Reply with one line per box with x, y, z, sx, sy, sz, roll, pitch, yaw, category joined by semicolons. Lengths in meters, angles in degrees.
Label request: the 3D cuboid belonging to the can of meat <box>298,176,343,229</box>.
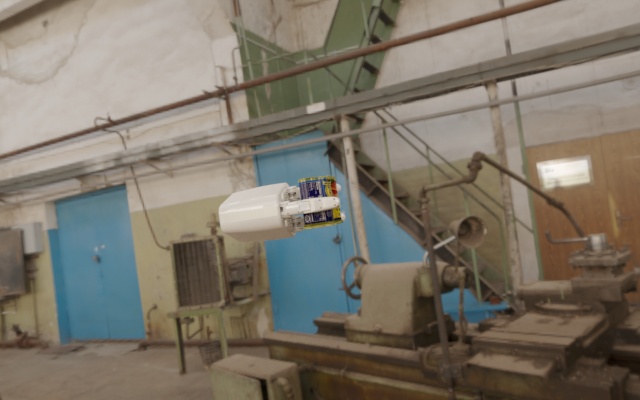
0.000;0.002;0.823;0.057;0.084;0.102;-9;-1;13;can of meat
